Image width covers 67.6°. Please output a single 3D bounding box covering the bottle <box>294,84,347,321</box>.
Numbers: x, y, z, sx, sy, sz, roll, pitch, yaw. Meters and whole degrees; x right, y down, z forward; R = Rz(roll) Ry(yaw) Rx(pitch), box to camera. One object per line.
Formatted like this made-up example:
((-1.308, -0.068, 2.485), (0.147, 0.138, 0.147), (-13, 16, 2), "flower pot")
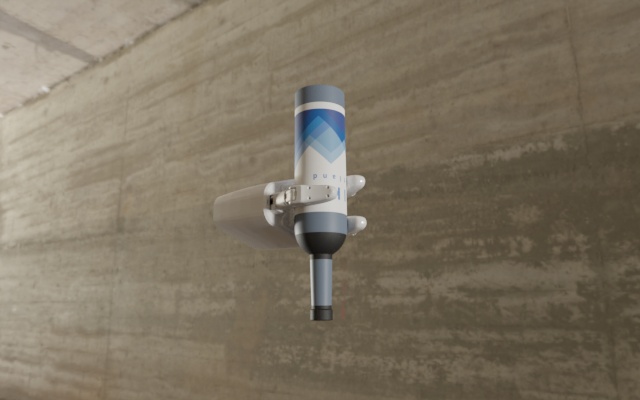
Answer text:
((0.000, 0.002, 0.612), (0.069, 0.295, 0.069), (-1, -12, 0), "bottle")
